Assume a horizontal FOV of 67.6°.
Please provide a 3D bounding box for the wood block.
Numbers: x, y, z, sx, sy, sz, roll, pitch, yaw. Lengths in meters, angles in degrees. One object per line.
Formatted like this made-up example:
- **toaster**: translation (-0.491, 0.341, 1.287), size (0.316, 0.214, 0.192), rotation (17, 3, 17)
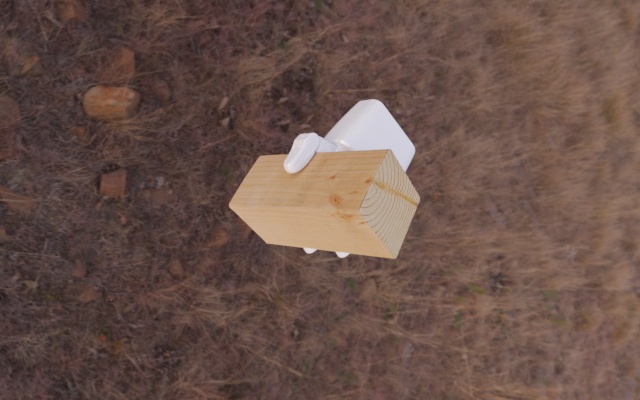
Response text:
- **wood block**: translation (0.000, 0.001, 0.584), size (0.206, 0.090, 0.091), rotation (1, -38, 41)
